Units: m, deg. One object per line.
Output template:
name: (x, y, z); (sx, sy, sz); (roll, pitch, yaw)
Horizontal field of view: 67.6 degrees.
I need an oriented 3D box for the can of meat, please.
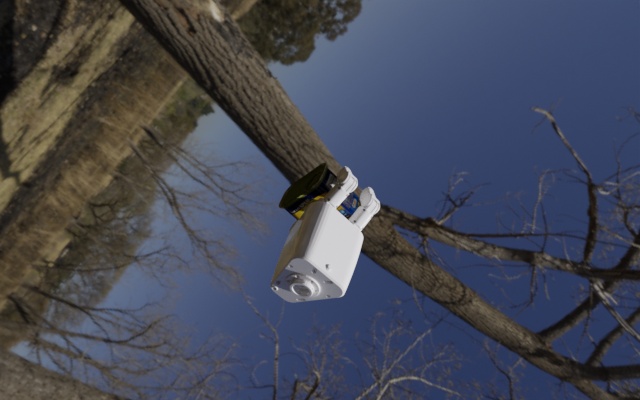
can of meat: (0.000, 0.003, 0.750); (0.084, 0.057, 0.102); (42, -51, -20)
